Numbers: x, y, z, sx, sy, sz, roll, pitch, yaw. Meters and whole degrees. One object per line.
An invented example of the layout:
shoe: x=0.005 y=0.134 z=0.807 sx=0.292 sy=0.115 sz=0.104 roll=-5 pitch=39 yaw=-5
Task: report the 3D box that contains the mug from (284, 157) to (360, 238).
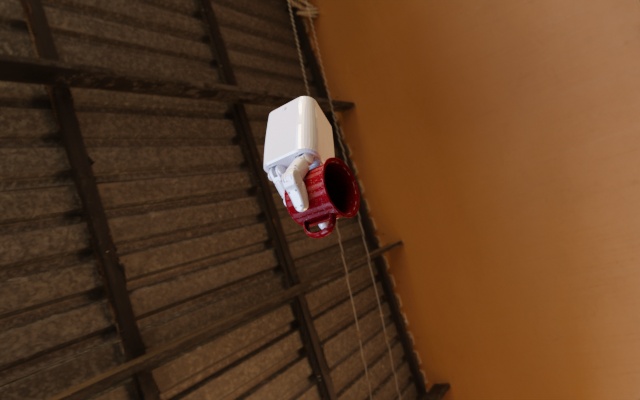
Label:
mug: x=0.000 y=0.004 z=0.713 sx=0.081 sy=0.117 sz=0.093 roll=-20 pitch=-35 yaw=34
